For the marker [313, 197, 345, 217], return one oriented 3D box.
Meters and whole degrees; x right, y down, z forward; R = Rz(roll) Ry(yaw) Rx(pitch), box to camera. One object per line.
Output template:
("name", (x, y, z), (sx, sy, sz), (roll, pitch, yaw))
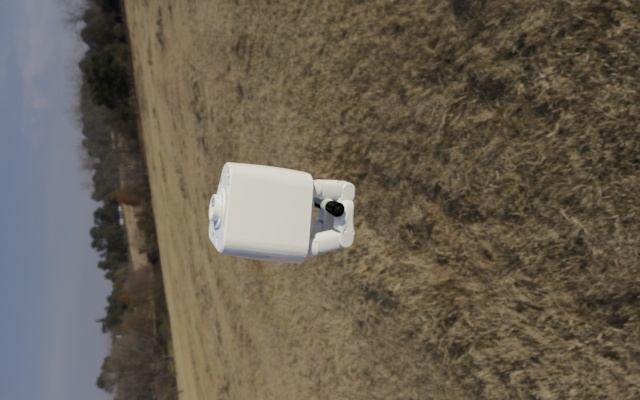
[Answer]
("marker", (0.000, 0.002, 0.635), (0.020, 0.020, 0.121), (0, 10, -23))
